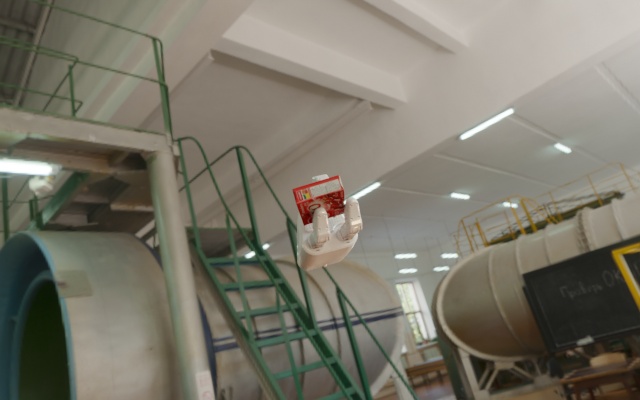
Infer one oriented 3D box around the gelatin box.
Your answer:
[{"bbox_3d":[0.000,0.002,0.735,0.073,0.030,0.089,-16,-25,-2],"label":"gelatin box"}]
